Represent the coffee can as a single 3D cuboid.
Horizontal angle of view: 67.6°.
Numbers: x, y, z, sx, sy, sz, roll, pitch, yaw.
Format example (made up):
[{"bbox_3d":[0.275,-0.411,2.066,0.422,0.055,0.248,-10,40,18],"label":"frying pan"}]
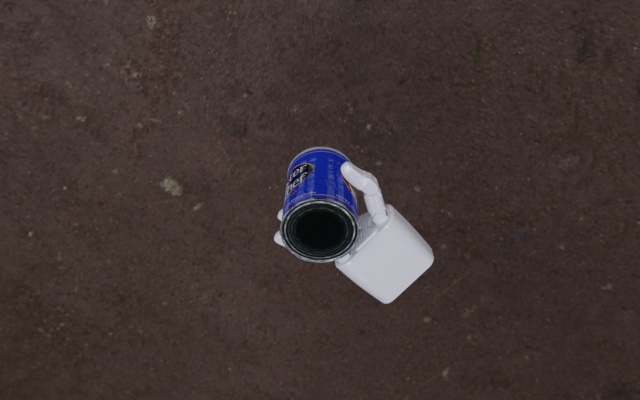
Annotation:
[{"bbox_3d":[0.000,0.002,0.664,0.103,0.103,0.140,0,33,1],"label":"coffee can"}]
